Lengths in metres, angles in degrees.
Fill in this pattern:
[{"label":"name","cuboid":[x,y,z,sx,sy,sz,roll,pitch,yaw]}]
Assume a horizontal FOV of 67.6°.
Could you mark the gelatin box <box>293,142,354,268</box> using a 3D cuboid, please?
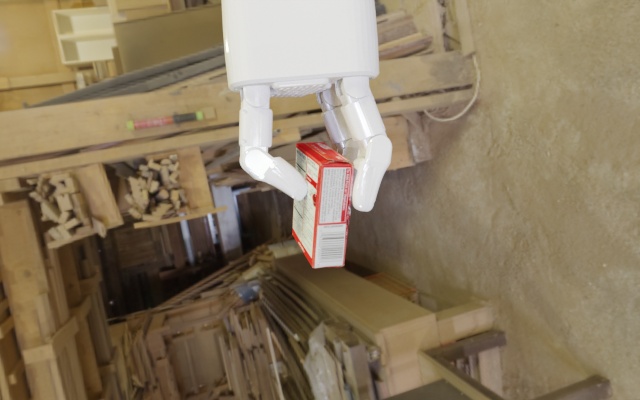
[{"label":"gelatin box","cuboid":[0.000,0.002,0.400,0.030,0.089,0.073,-1,18,-17]}]
